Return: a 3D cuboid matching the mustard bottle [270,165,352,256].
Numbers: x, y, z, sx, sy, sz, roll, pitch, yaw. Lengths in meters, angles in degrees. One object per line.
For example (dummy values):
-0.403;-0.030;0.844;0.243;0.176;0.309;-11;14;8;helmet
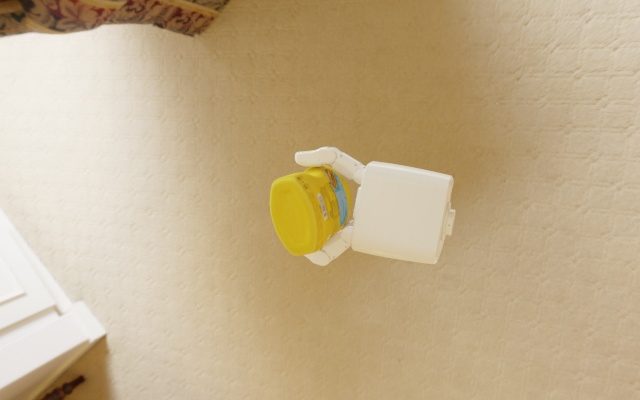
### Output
0.000;0.002;0.638;0.058;0.096;0.191;-15;5;22;mustard bottle
